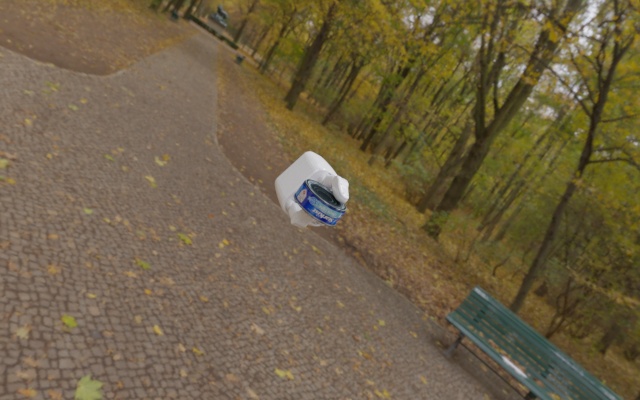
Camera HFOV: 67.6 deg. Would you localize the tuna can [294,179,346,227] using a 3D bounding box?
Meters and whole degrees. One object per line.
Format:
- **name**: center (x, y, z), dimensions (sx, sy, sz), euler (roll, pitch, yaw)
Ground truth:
- **tuna can**: center (0.000, 0.002, 0.785), dimensions (0.086, 0.034, 0.086), euler (34, 16, -11)
